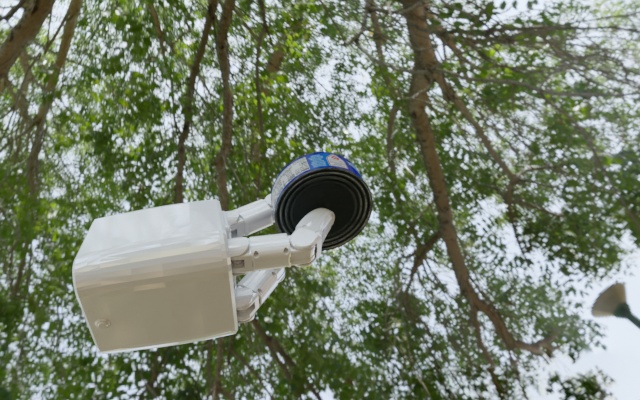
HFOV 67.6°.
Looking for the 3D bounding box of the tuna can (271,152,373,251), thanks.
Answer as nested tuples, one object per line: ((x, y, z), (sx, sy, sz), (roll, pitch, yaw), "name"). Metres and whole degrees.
((0.000, 0.001, 0.419), (0.086, 0.086, 0.033), (0, 33, -15), "tuna can")
